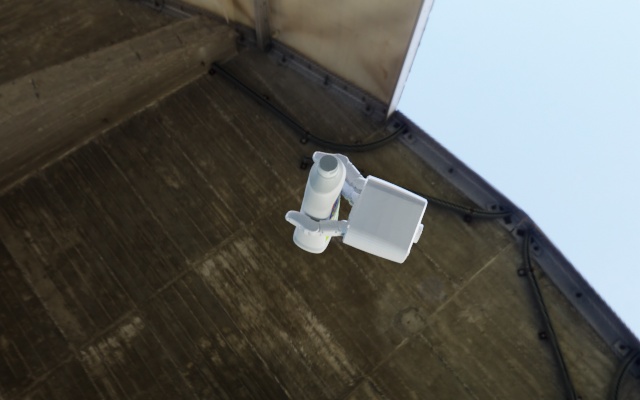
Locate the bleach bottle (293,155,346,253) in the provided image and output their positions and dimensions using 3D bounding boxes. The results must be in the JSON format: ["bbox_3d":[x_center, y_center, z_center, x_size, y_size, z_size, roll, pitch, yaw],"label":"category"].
[{"bbox_3d":[0.000,0.003,0.806,0.068,0.102,0.251,22,-23,6],"label":"bleach bottle"}]
